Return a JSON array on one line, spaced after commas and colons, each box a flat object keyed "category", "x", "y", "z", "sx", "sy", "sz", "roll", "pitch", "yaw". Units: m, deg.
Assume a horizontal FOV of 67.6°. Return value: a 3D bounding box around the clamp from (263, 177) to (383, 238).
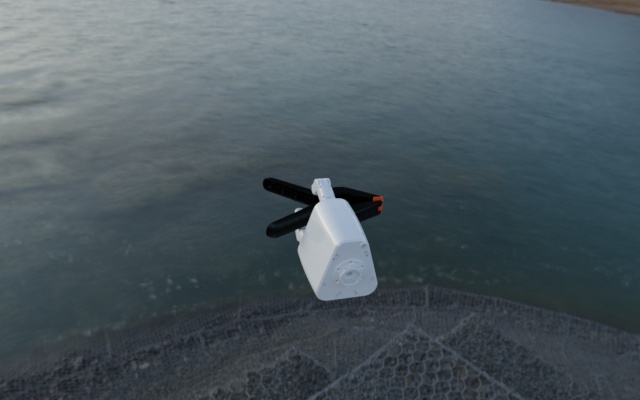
[{"category": "clamp", "x": 0.001, "y": 0.002, "z": 0.810, "sx": 0.210, "sy": 0.036, "sz": 0.164, "roll": -4, "pitch": 33, "yaw": -15}]
